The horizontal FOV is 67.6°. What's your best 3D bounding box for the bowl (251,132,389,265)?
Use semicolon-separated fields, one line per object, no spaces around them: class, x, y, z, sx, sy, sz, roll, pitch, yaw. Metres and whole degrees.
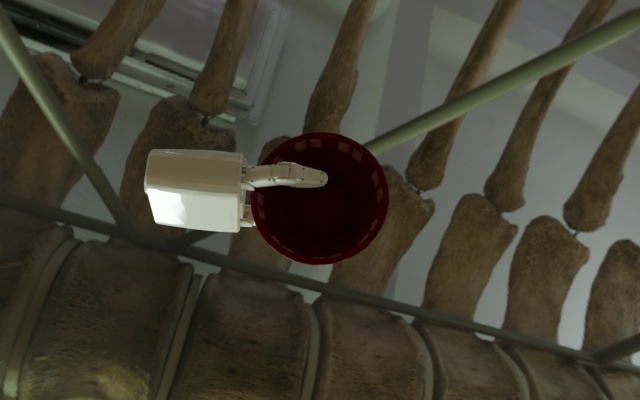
bowl;0.001;0.002;0.577;0.162;0.162;0.055;0;-17;4
